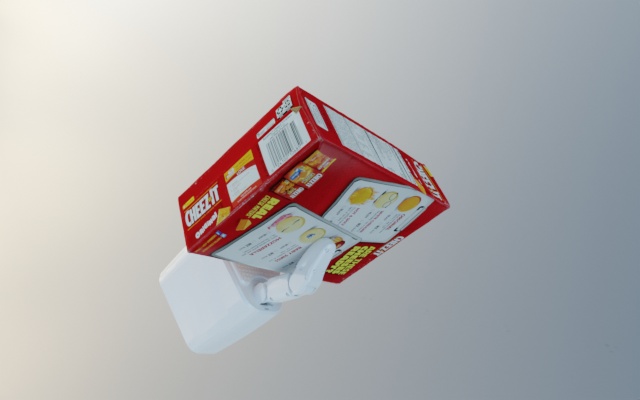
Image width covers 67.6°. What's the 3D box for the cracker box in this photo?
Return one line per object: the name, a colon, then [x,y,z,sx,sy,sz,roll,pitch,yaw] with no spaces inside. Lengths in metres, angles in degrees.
cracker box: [0.000,0.002,0.466,0.164,0.072,0.214,-39,-36,26]
